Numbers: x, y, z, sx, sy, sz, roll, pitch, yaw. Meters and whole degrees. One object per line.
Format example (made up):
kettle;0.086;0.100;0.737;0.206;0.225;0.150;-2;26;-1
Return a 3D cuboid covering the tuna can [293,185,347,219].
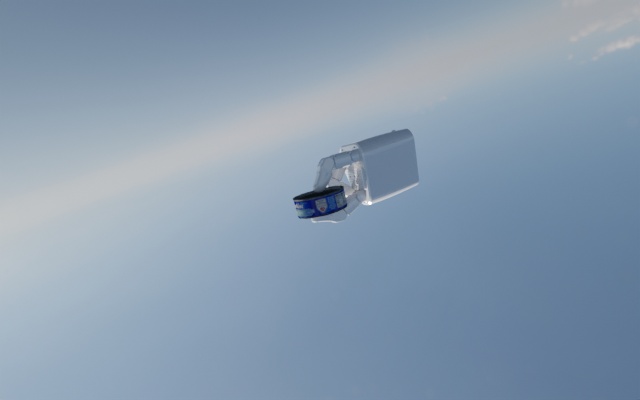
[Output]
tuna can;0.000;0.003;0.778;0.086;0.034;0.086;-14;9;2
